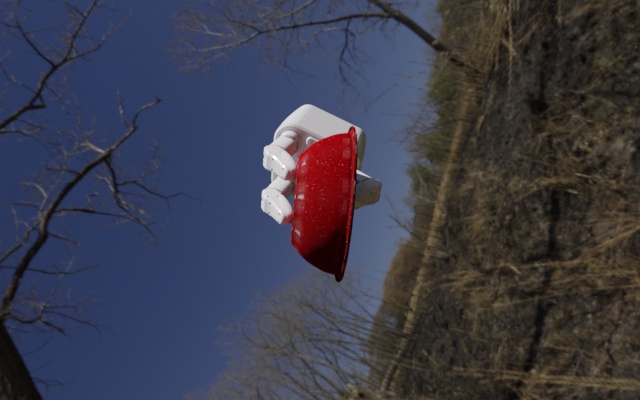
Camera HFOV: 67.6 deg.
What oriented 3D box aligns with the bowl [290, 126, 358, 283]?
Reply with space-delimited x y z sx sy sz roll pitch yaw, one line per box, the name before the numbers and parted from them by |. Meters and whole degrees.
bowl | 0.000 0.002 0.492 0.055 0.162 0.162 5 0 -3
